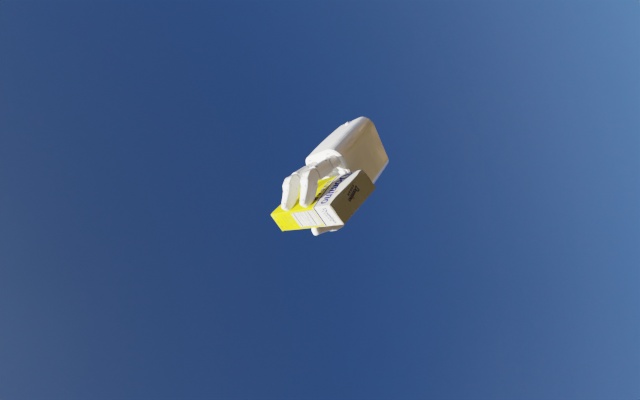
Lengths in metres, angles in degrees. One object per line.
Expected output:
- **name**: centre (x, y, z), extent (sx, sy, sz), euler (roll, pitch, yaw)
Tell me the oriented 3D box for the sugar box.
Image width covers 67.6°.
- **sugar box**: centre (0.000, 0.002, 0.789), extent (0.093, 0.048, 0.176), euler (-47, 18, -31)
